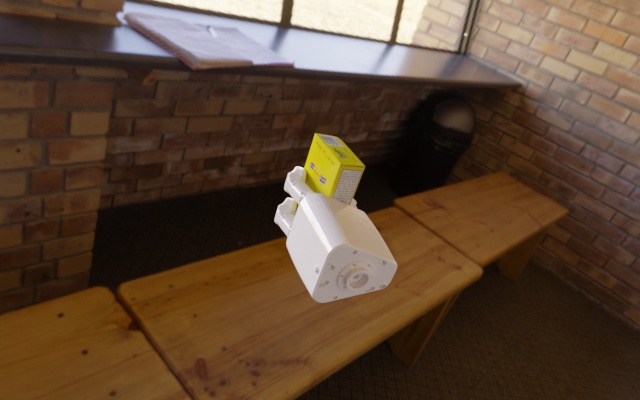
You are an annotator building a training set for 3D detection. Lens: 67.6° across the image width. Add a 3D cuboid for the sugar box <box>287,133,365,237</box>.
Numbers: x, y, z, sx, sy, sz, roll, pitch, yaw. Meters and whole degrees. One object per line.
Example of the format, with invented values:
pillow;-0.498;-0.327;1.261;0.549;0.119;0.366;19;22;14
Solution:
sugar box;0.000;0.002;0.693;0.048;0.176;0.093;5;31;-29
